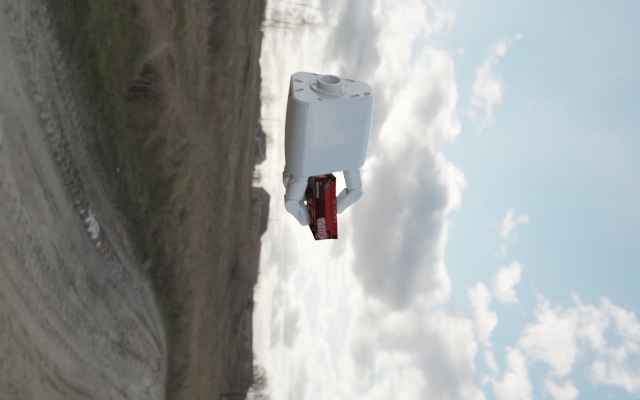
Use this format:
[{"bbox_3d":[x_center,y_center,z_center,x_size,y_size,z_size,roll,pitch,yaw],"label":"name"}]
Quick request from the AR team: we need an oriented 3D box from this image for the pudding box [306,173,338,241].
[{"bbox_3d":[0.000,0.002,0.704,0.039,0.090,0.113,-2,11,-5],"label":"pudding box"}]
